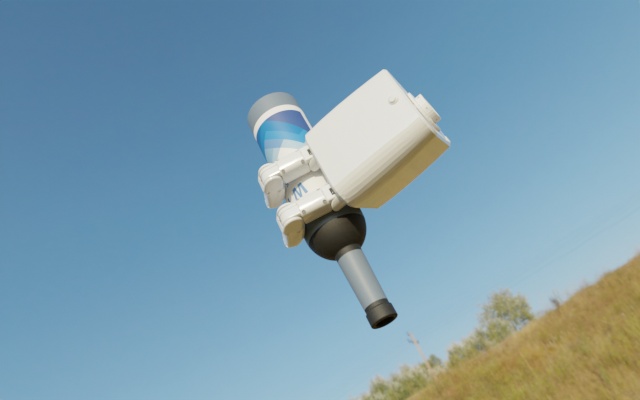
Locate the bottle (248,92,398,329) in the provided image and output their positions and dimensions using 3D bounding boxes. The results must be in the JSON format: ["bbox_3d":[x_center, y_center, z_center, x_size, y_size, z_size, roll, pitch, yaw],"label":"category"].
[{"bbox_3d":[0.000,0.002,0.516,0.069,0.295,0.069,-20,-33,-13],"label":"bottle"}]
